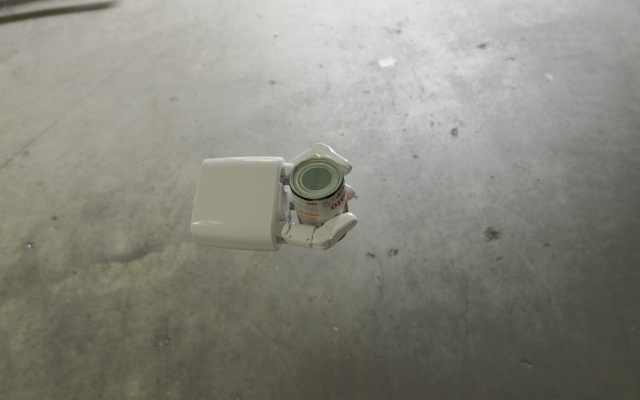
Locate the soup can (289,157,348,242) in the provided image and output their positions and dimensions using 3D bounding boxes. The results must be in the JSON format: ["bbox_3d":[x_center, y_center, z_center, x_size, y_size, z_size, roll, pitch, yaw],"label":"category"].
[{"bbox_3d":[0.001,0.002,0.602,0.068,0.068,0.102,0,-36,8],"label":"soup can"}]
